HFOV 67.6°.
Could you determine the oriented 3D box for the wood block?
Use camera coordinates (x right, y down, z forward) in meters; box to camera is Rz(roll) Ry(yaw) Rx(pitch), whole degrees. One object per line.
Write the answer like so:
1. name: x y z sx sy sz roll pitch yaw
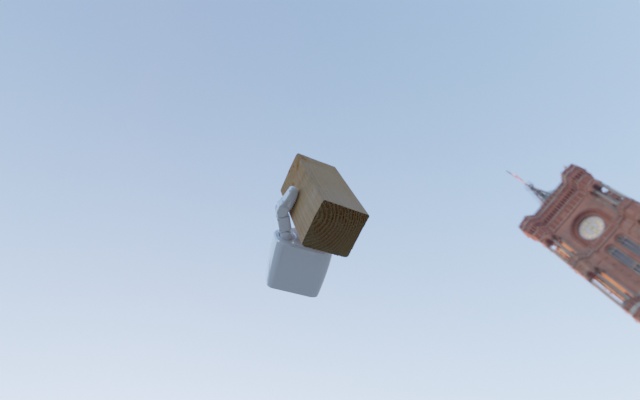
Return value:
1. wood block: 0.000 0.003 0.867 0.091 0.090 0.206 18 20 -24
